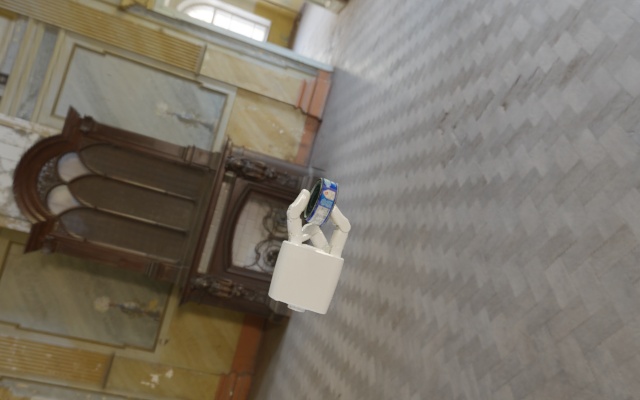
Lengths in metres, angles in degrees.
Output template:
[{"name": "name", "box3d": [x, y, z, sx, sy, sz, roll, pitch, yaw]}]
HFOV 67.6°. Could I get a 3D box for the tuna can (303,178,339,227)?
[{"name": "tuna can", "box3d": [0.000, 0.003, 0.867, 0.034, 0.086, 0.086, 22, -5, -13]}]
